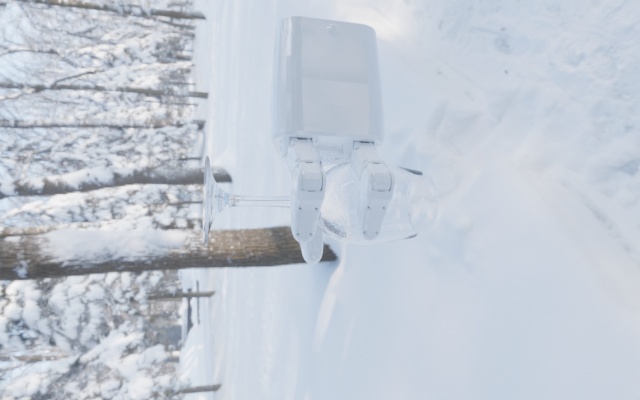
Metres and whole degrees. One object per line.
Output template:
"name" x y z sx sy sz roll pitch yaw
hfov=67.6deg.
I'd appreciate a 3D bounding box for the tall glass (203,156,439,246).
"tall glass" -0.001 0.002 0.423 0.201 0.079 0.079 1 0 -15
